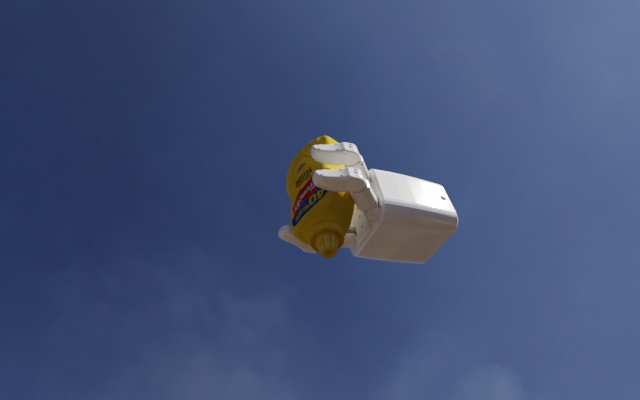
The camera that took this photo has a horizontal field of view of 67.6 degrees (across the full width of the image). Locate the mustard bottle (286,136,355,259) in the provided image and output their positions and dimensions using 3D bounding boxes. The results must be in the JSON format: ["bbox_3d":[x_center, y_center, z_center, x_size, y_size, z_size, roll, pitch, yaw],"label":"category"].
[{"bbox_3d":[0.000,0.002,0.605,0.058,0.096,0.191,32,27,-27],"label":"mustard bottle"}]
